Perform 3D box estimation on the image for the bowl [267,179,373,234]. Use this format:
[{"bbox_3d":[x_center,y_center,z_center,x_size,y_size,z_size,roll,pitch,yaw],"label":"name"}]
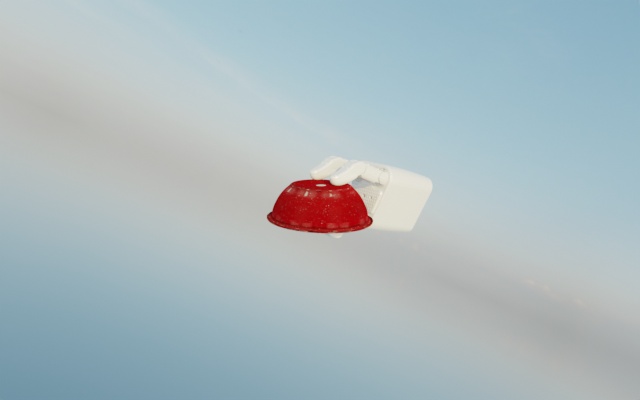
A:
[{"bbox_3d":[-0.001,0.002,0.718,0.162,0.055,0.162,2,12,0],"label":"bowl"}]
